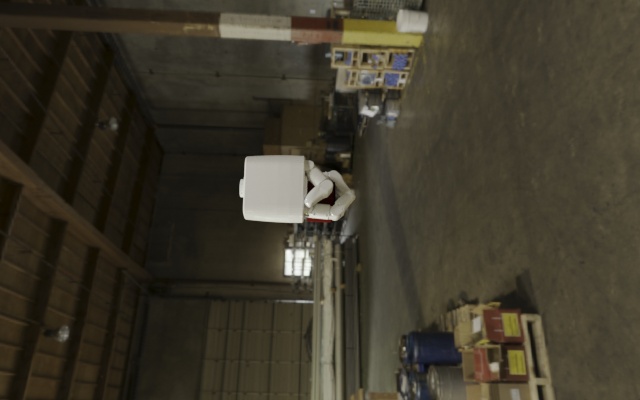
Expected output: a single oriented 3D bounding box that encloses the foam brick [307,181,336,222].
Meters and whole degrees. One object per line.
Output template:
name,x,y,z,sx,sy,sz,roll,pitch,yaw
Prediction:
foam brick,0.000,0.003,0.896,0.051,0.053,0.078,1,-25,-2
